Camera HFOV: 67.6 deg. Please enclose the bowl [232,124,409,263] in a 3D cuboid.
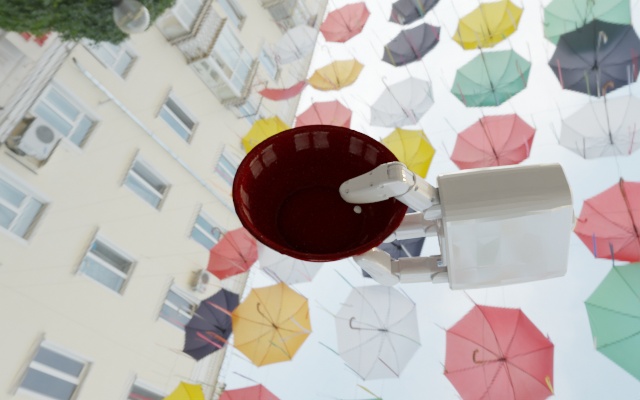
[{"bbox_3d":[-0.001,0.001,0.454,0.162,0.162,0.055,0,-39,-1],"label":"bowl"}]
